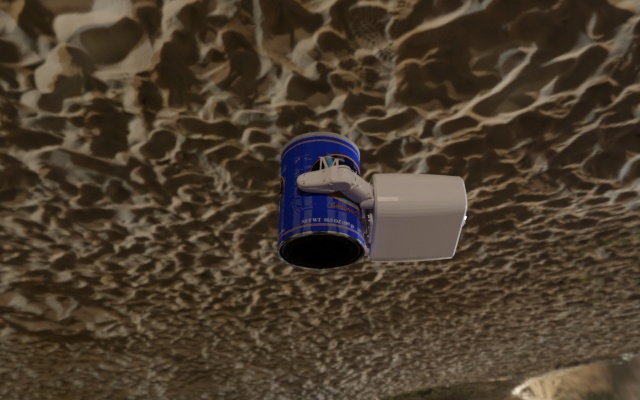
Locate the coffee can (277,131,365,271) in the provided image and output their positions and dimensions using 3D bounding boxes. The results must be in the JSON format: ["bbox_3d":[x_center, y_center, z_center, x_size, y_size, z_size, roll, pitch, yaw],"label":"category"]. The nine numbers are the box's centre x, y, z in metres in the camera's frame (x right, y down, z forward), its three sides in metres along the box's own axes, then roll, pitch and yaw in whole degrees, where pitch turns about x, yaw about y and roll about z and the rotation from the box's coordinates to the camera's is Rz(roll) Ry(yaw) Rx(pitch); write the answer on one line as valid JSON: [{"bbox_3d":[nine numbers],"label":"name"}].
[{"bbox_3d":[0.000,0.002,0.585,0.103,0.140,0.103,0,-31,0],"label":"coffee can"}]
